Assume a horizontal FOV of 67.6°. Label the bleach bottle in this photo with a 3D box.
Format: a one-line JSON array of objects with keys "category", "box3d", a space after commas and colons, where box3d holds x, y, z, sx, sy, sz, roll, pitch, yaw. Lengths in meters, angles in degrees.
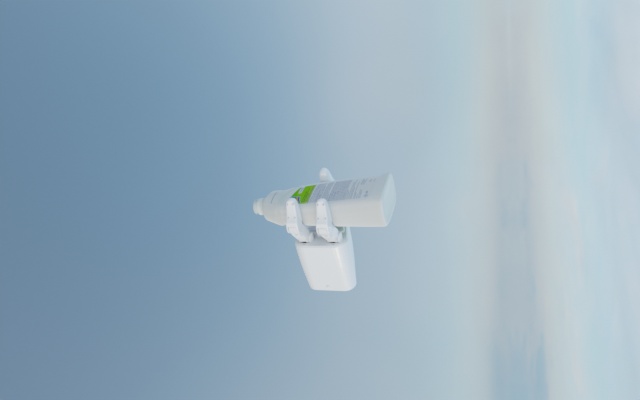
[{"category": "bleach bottle", "box3d": [0.000, 0.003, 0.848, 0.251, 0.068, 0.102, -2, 32, 22]}]
